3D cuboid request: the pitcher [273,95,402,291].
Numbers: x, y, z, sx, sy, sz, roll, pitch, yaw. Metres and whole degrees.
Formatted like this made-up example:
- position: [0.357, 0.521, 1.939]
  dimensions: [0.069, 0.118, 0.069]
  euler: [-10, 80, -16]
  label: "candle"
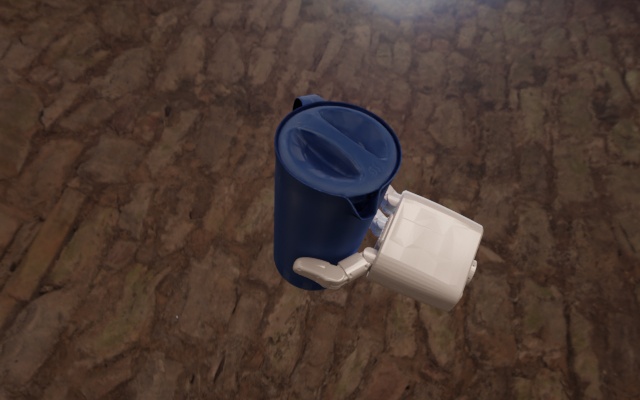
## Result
- position: [0.000, 0.002, 0.586]
  dimensions: [0.145, 0.149, 0.243]
  euler: [23, -37, 7]
  label: "pitcher"
